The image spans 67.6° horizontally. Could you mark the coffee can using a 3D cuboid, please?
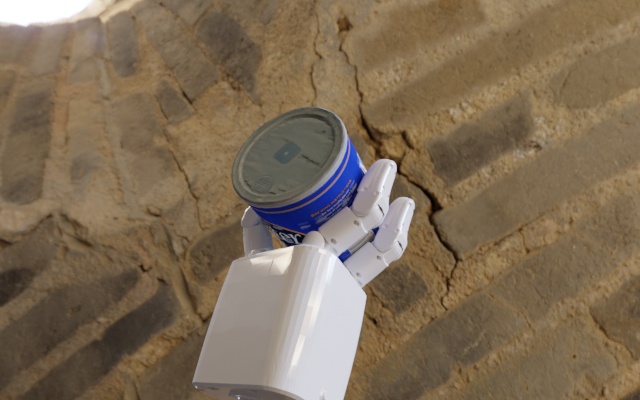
[{"bbox_3d":[0.000,0.001,0.433,0.103,0.102,0.140,0,-36,30],"label":"coffee can"}]
